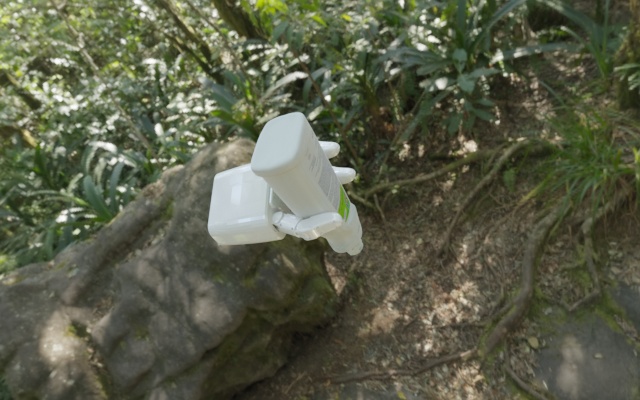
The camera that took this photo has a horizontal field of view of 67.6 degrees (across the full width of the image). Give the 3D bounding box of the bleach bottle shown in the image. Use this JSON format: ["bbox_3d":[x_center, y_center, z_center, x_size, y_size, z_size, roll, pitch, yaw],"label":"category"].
[{"bbox_3d":[0.000,0.002,0.665,0.068,0.102,0.251,-11,-44,24],"label":"bleach bottle"}]
